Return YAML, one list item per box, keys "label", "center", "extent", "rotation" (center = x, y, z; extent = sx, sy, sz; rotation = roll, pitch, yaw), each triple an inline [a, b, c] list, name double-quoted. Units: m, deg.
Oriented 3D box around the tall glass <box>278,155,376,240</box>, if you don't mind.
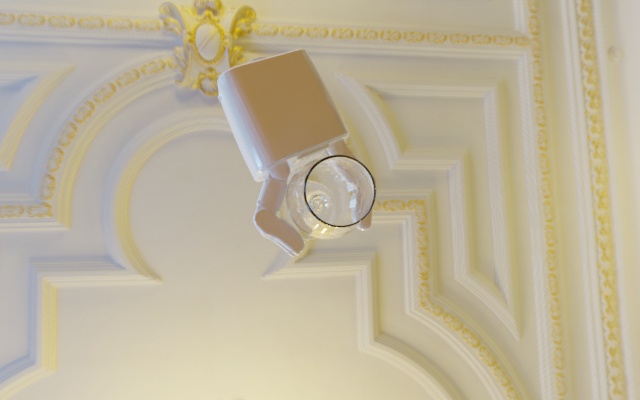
- label: "tall glass"
  center: [0.000, 0.002, 0.494]
  extent: [0.079, 0.079, 0.201]
  rotation: [0, -5, -10]
